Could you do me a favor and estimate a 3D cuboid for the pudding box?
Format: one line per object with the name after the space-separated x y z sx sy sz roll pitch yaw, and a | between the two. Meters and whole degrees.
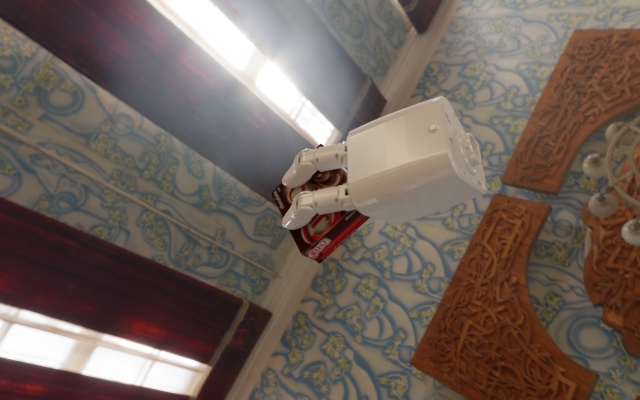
0.000 0.002 0.548 0.039 0.090 0.113 35 16 -42 | pudding box
